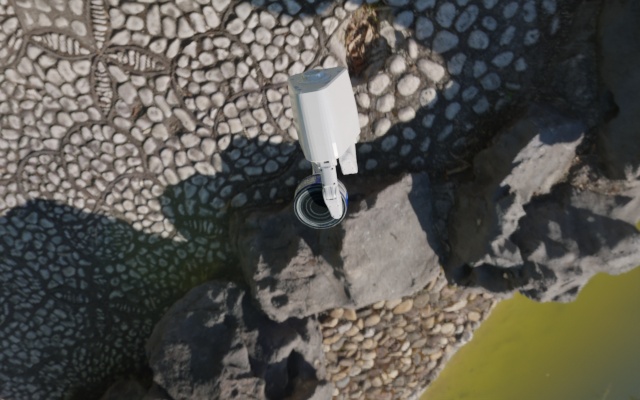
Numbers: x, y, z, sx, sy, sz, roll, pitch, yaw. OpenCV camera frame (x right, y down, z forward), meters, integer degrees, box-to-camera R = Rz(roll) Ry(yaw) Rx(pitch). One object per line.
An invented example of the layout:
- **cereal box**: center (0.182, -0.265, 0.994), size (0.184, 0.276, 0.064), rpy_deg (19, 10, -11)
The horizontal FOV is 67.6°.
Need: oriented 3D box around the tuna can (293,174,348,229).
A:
- **tuna can**: center (0.000, 0.003, 0.759), size (0.086, 0.086, 0.033), rpy_deg (0, 33, 3)
